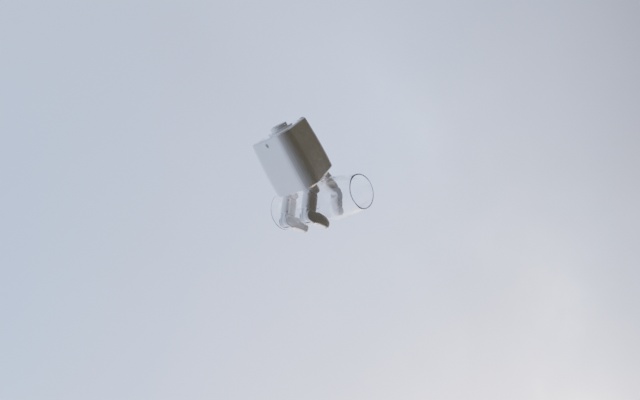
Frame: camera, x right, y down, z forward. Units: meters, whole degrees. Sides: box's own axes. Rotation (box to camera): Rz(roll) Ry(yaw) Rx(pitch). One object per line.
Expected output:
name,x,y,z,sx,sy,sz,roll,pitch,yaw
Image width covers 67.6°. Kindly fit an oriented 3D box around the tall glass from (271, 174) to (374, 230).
tall glass,0.000,0.003,0.870,0.201,0.079,0.079,-15,-10,43
